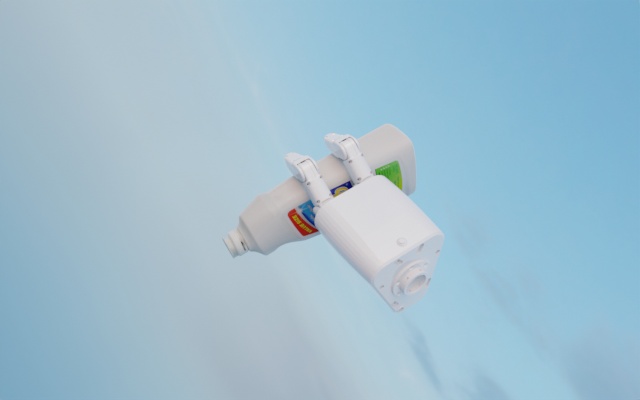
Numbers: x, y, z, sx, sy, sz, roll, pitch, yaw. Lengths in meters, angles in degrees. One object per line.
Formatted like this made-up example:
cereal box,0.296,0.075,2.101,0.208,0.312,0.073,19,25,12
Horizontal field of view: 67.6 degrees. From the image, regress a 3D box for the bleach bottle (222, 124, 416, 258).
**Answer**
bleach bottle,0.000,0.002,0.589,0.251,0.103,0.068,-29,48,-15
